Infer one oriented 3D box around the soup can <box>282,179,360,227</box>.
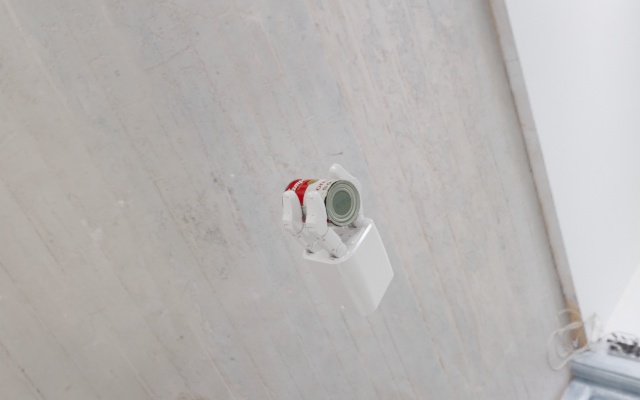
[{"bbox_3d":[0.000,0.002,0.701,0.068,0.068,0.102,0,2,-40],"label":"soup can"}]
